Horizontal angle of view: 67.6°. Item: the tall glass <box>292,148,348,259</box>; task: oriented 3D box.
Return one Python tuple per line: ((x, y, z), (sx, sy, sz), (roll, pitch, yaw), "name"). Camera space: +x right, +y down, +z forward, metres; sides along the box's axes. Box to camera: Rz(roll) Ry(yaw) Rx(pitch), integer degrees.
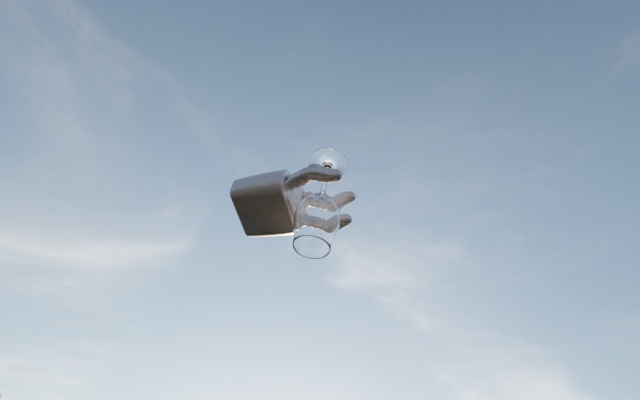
((0.000, 0.002, 0.823), (0.079, 0.200, 0.079), (6, -43, 6), "tall glass")
